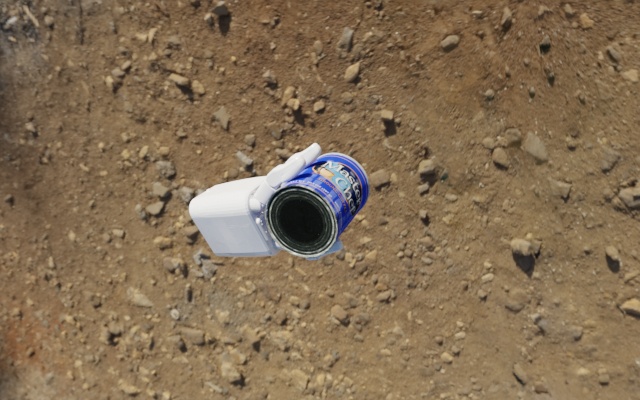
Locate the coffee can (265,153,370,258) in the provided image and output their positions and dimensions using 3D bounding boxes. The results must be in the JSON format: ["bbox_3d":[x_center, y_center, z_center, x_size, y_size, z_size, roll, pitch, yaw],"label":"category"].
[{"bbox_3d":[0.000,0.002,0.667,0.103,0.103,0.140,0,22,24],"label":"coffee can"}]
